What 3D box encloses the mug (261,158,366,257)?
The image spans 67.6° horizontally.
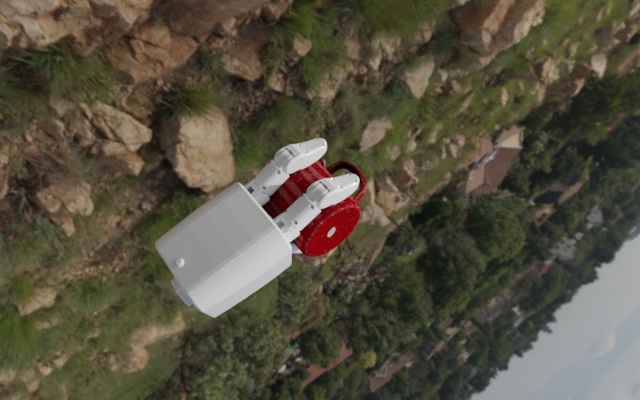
[{"bbox_3d":[0.001,0.001,0.539,0.117,0.081,0.093,-36,-28,-12],"label":"mug"}]
